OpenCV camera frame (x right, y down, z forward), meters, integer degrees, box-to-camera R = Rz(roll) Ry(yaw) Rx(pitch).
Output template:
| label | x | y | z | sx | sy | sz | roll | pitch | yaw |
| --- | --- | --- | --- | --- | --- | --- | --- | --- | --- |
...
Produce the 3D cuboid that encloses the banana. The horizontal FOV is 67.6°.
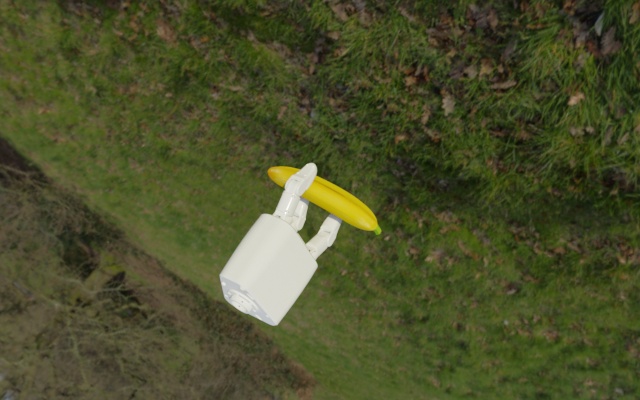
| label | x | y | z | sx | sy | sz | roll | pitch | yaw |
| --- | --- | --- | --- | --- | --- | --- | --- | --- | --- |
| banana | 0.006 | -0.003 | 0.707 | 0.198 | 0.037 | 0.070 | 31 | -23 | 3 |
